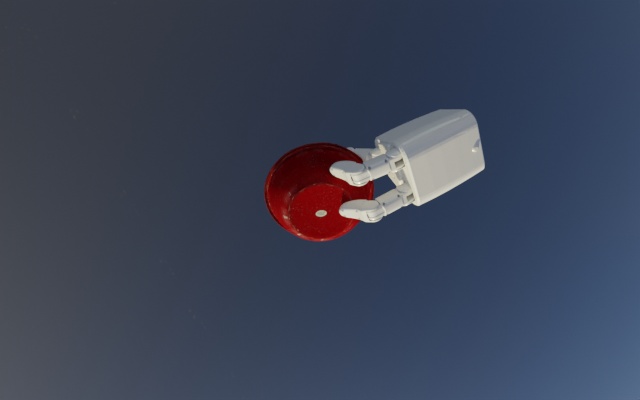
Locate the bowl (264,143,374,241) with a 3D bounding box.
[{"bbox_3d":[-0.001,0.003,0.676,0.162,0.162,0.055,0,31,-4],"label":"bowl"}]
